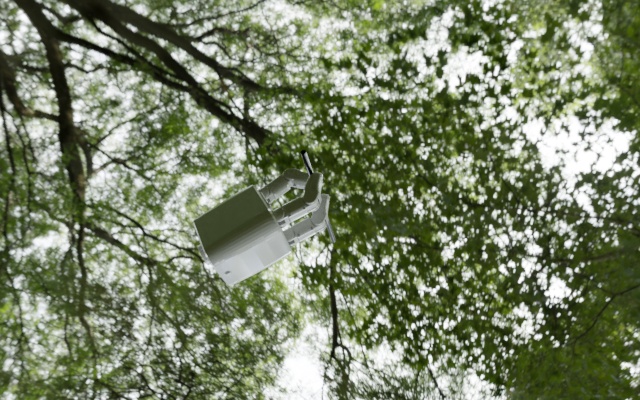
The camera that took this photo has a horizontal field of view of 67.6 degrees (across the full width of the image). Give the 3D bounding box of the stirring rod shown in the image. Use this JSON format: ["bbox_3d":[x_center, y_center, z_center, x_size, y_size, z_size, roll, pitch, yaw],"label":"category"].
[{"bbox_3d":[0.000,0.002,0.749,0.011,0.011,0.240,0,-35,14],"label":"stirring rod"}]
